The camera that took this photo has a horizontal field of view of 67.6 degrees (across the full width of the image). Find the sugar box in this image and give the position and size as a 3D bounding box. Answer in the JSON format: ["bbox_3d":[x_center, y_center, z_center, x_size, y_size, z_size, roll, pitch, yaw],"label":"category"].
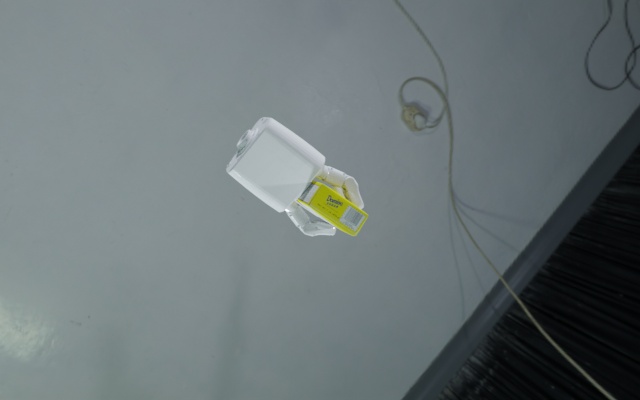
[{"bbox_3d":[0.000,0.002,0.782,0.093,0.048,0.176,35,-1,-21],"label":"sugar box"}]
